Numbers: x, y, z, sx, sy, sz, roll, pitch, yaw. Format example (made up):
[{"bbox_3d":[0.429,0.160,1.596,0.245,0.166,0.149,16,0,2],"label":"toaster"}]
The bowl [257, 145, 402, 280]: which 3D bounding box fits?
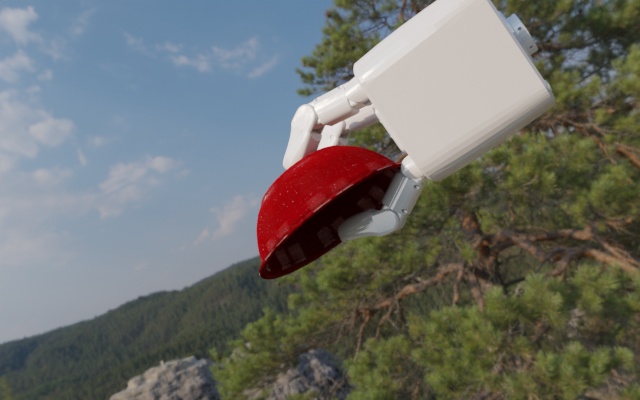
[{"bbox_3d":[-0.001,0.002,0.427,0.162,0.055,0.162,-34,-16,-11],"label":"bowl"}]
